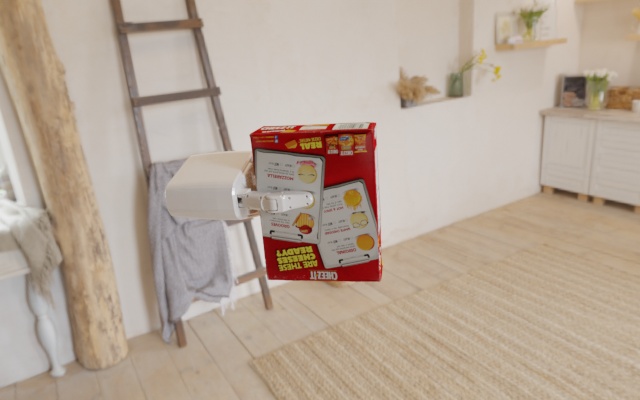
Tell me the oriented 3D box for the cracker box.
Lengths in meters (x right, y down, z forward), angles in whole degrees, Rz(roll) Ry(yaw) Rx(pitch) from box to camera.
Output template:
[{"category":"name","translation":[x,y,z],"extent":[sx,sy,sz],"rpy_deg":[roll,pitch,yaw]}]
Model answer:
[{"category":"cracker box","translation":[0.000,0.002,0.663],"extent":[0.164,0.214,0.072],"rpy_deg":[-1,19,12]}]
